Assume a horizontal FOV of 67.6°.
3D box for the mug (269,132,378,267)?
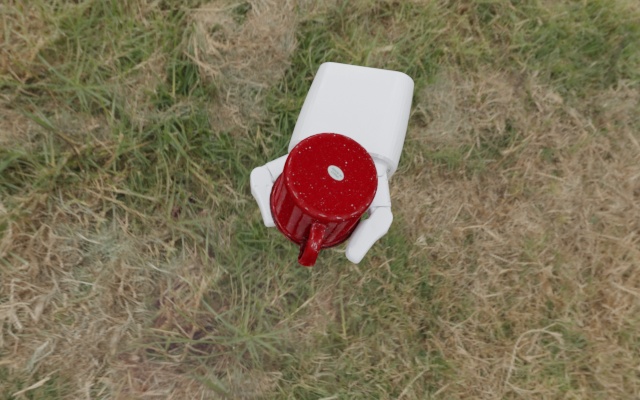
[{"bbox_3d":[0.000,0.003,0.427,0.093,0.117,0.081,18,-21,-5],"label":"mug"}]
